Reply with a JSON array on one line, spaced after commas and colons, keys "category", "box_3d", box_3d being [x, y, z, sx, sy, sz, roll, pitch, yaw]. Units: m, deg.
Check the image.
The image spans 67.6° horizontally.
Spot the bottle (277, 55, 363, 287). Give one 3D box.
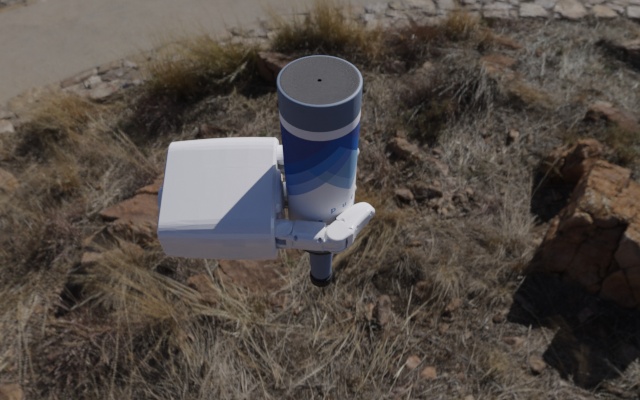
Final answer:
[{"category": "bottle", "box_3d": [0.000, 0.001, 0.479, 0.069, 0.069, 0.296, 0, -40, 0]}]
